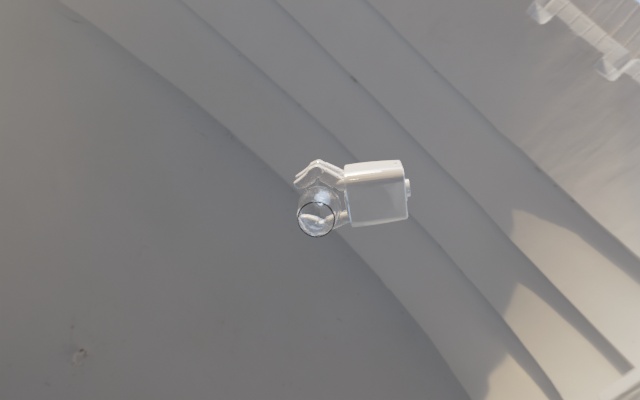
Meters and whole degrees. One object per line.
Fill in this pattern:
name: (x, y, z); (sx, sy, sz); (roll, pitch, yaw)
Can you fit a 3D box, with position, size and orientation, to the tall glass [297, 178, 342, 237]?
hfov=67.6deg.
tall glass: (0.000, 0.003, 0.870); (0.079, 0.079, 0.201); (0, 17, 5)
